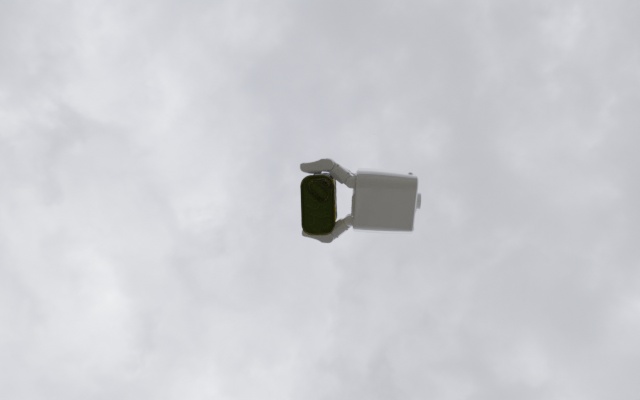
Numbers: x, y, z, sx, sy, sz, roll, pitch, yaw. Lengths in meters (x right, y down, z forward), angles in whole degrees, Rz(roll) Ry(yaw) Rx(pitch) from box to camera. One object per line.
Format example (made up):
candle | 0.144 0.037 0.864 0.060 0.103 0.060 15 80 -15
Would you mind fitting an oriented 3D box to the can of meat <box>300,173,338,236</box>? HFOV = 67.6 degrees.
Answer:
can of meat | 0.000 0.003 0.830 0.057 0.102 0.084 -1 8 7
